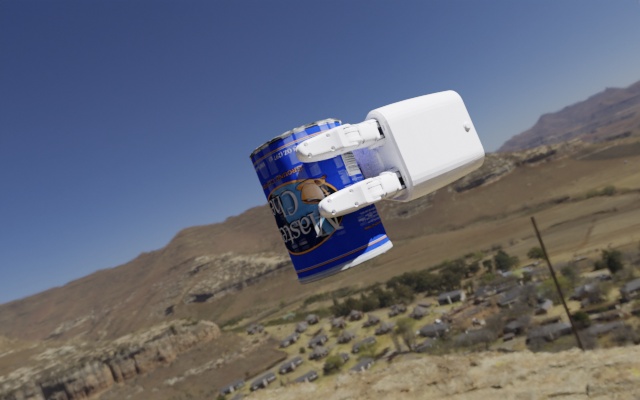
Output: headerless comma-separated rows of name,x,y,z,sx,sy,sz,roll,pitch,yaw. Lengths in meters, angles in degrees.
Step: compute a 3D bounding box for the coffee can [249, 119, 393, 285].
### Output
coffee can,0.000,0.002,0.492,0.103,0.140,0.103,-22,-3,-1
